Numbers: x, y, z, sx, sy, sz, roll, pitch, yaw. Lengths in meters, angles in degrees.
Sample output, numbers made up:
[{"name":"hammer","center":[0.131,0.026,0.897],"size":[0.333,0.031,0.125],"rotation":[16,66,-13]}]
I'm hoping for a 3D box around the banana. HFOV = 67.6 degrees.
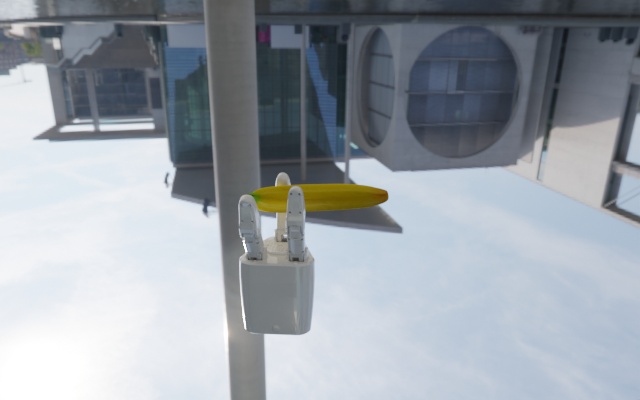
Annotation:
[{"name":"banana","center":[-0.009,-0.001,0.642],"size":[0.198,0.037,0.069],"rotation":[-3,12,-18]}]
